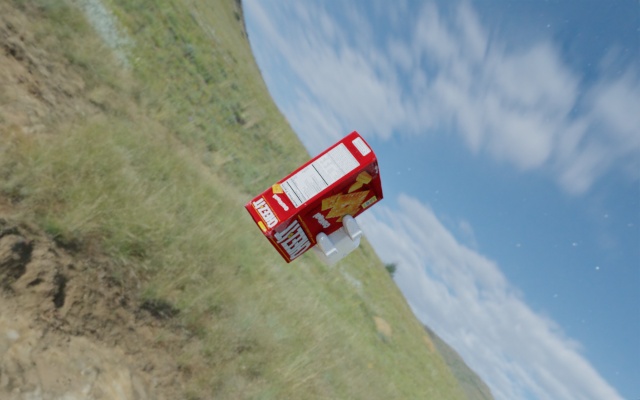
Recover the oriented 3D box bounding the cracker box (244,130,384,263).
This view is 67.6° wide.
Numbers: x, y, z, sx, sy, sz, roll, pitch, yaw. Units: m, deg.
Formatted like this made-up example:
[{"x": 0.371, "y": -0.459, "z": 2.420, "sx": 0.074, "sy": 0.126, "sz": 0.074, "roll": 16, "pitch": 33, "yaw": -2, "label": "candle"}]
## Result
[{"x": 0.000, "y": 0.002, "z": 0.800, "sx": 0.213, "sy": 0.072, "sz": 0.164, "roll": -35, "pitch": -25, "yaw": -5, "label": "cracker box"}]
